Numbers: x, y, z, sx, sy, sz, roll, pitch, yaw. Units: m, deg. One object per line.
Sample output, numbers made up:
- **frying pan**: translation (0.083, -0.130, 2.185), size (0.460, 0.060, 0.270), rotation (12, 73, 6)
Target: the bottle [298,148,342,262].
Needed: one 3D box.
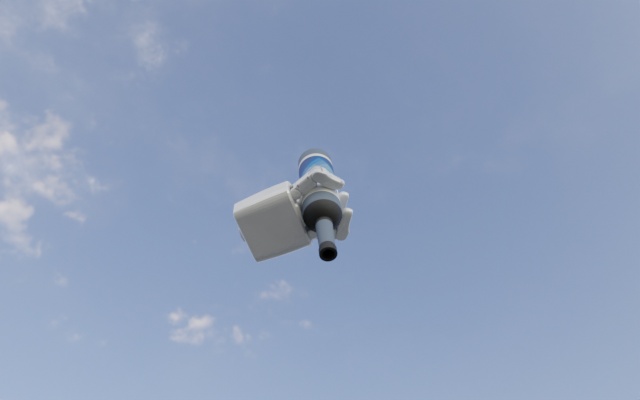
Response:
- **bottle**: translation (0.000, 0.003, 0.823), size (0.069, 0.069, 0.295), rotation (0, 31, -5)
